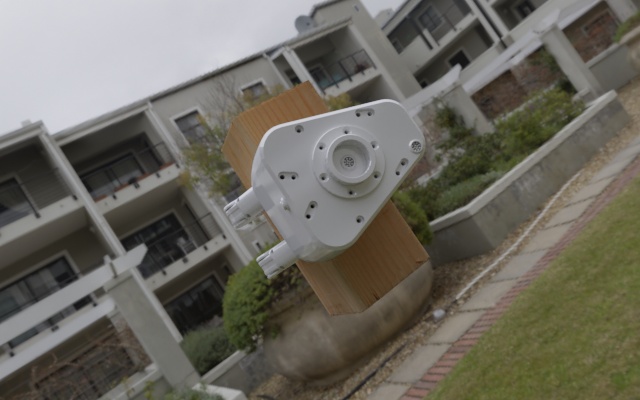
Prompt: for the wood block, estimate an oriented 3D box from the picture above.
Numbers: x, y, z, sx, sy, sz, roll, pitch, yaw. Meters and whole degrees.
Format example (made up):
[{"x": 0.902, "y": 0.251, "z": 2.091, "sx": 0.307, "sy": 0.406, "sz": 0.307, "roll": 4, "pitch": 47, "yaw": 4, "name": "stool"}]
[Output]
[{"x": 0.000, "y": 0.001, "z": 0.474, "sx": 0.091, "sy": 0.206, "sz": 0.090, "roll": -32, "pitch": -3, "yaw": -24, "name": "wood block"}]
